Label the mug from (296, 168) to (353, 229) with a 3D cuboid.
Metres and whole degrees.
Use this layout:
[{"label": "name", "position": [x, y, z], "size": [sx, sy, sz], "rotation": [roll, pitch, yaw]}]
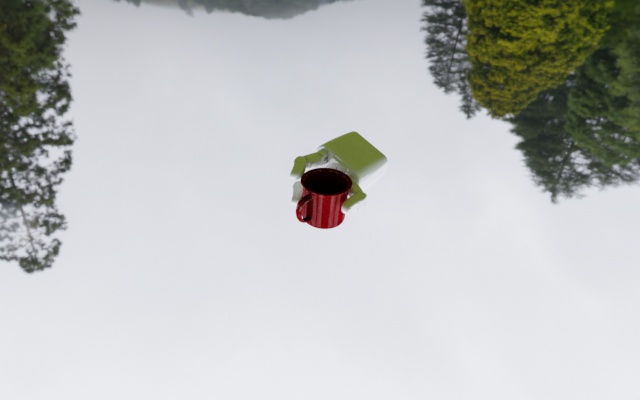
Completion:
[{"label": "mug", "position": [-0.001, 0.004, 0.863], "size": [0.093, 0.082, 0.117], "rotation": [29, 41, 30]}]
